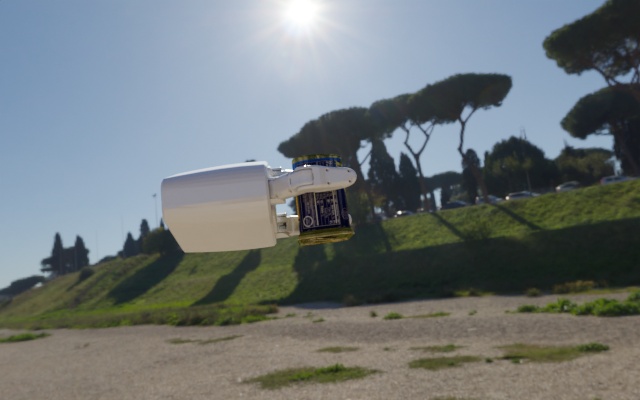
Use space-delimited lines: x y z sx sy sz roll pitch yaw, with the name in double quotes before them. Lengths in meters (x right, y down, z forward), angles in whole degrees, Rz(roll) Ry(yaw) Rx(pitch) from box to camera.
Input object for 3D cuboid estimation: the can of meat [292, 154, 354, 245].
"can of meat" 0.000 0.001 0.515 0.057 0.084 0.102 -7 -9 -2
